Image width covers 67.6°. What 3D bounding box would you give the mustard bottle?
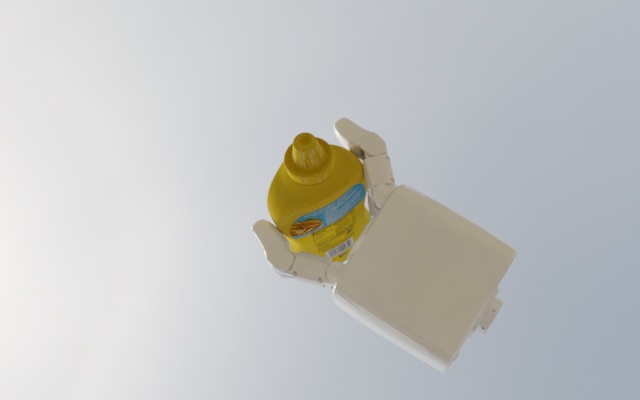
[{"bbox_3d":[0.000,0.001,0.448,0.096,0.058,0.192,-29,-29,-8],"label":"mustard bottle"}]
